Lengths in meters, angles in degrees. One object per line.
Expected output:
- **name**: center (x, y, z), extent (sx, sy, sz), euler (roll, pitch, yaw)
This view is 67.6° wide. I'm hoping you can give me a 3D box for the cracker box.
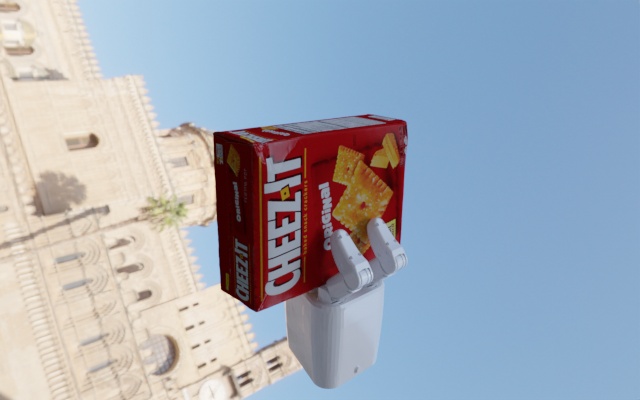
- **cracker box**: center (0.000, 0.002, 0.504), extent (0.213, 0.164, 0.072), euler (-15, 24, -41)
